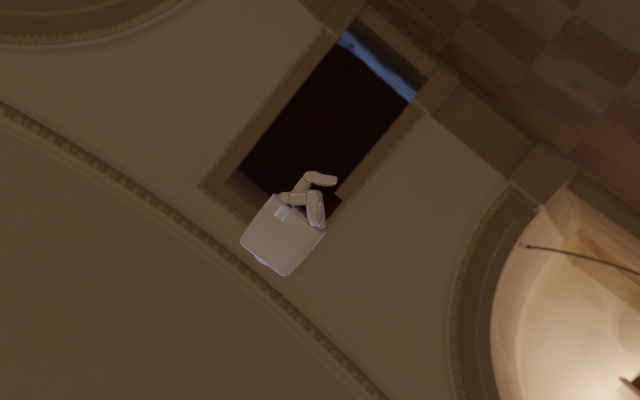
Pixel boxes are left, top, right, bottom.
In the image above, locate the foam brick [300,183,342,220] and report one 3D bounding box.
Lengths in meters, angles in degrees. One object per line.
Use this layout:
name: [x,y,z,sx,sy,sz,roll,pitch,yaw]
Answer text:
foam brick: [0.000,0.003,0.899,0.053,0.051,0.078,40,8,10]
